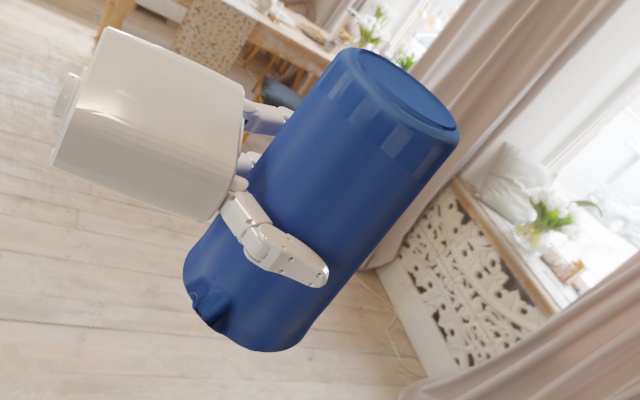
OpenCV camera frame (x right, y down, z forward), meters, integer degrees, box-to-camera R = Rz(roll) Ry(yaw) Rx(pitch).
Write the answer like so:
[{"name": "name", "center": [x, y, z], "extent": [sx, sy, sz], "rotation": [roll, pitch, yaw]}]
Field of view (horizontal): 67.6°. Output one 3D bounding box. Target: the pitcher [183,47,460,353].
[{"name": "pitcher", "center": [0.000, 0.001, 0.403], "extent": [0.145, 0.243, 0.149], "rotation": [22, 32, -28]}]
